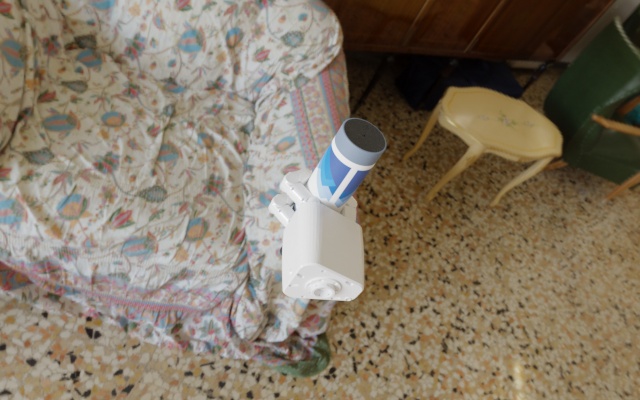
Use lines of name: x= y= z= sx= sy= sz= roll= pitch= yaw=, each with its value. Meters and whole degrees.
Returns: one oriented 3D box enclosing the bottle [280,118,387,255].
bottle: x=0.000 y=0.002 z=0.735 sx=0.069 sy=0.069 sz=0.296 roll=0 pitch=-37 yaw=-30
